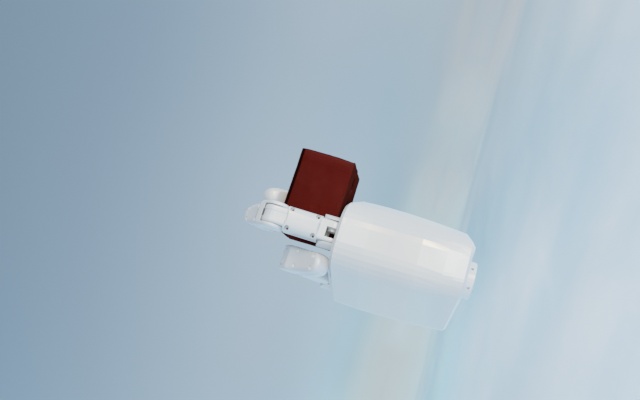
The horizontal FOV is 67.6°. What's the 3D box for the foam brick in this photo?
[{"bbox_3d":[0.000,0.001,0.439,0.051,0.078,0.053,15,-13,14],"label":"foam brick"}]
